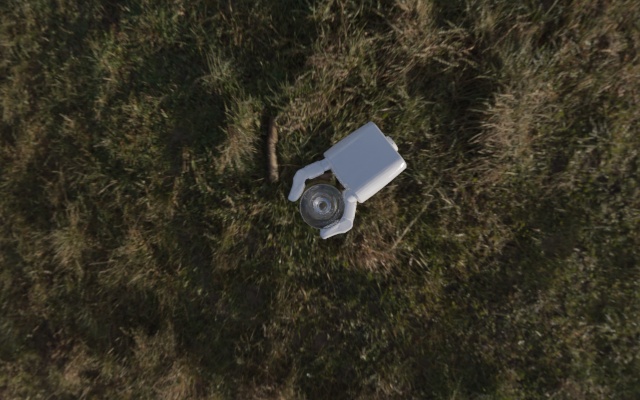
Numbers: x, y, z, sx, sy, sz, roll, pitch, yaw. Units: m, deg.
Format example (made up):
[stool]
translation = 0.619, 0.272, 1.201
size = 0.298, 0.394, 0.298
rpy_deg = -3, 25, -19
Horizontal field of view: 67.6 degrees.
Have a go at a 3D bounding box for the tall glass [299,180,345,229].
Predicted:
[tall glass]
translation = 0.000, 0.003, 0.875
size = 0.079, 0.079, 0.201
rpy_deg = 0, 4, -2
